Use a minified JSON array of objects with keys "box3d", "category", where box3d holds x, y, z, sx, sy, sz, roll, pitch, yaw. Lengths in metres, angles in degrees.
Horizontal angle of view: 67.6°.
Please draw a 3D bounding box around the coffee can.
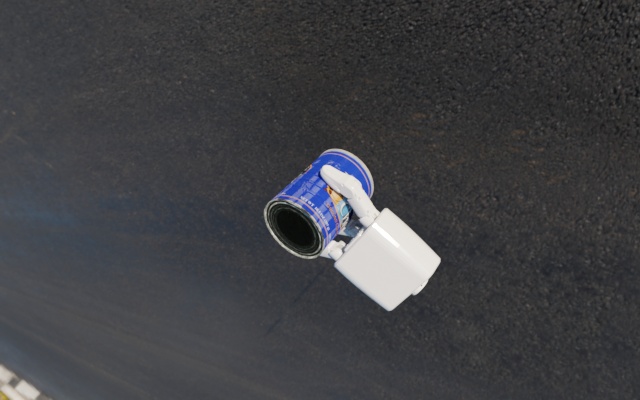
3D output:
[{"box3d":[0.000,0.002,0.702,0.103,0.103,0.140,0,34,42],"category":"coffee can"}]
